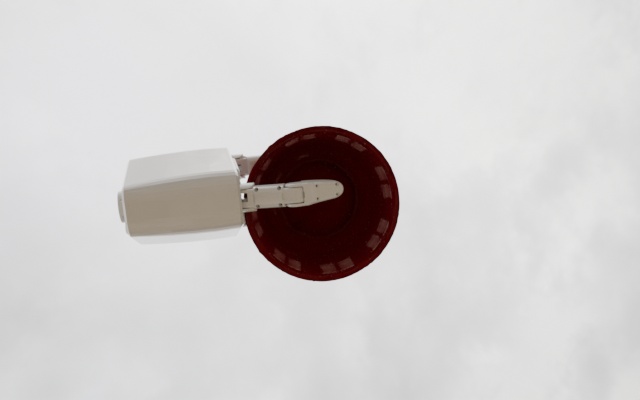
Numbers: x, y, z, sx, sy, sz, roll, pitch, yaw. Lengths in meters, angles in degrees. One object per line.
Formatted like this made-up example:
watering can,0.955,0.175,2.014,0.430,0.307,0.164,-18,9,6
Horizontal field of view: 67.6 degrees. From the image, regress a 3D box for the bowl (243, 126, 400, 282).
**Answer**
bowl,0.001,0.002,0.514,0.162,0.162,0.055,0,8,-5
